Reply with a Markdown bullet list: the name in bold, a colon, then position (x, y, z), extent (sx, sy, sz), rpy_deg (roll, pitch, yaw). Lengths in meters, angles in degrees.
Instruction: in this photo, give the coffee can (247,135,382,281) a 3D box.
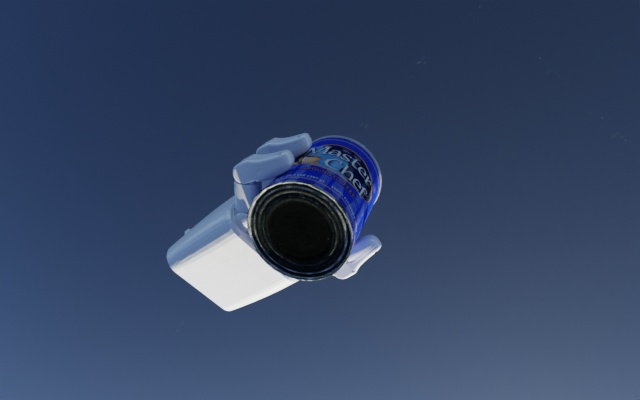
- **coffee can**: position (0.000, 0.002, 0.493), extent (0.103, 0.103, 0.140), rpy_deg (0, 24, 18)
